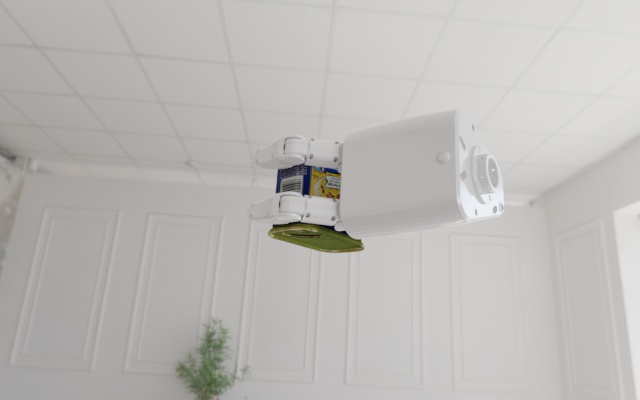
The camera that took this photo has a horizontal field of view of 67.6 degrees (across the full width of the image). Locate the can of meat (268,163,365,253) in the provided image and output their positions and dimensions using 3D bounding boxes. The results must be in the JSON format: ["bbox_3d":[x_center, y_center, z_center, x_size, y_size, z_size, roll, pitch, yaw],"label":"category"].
[{"bbox_3d":[0.000,0.001,0.476,0.057,0.084,0.102,-11,-22,40],"label":"can of meat"}]
